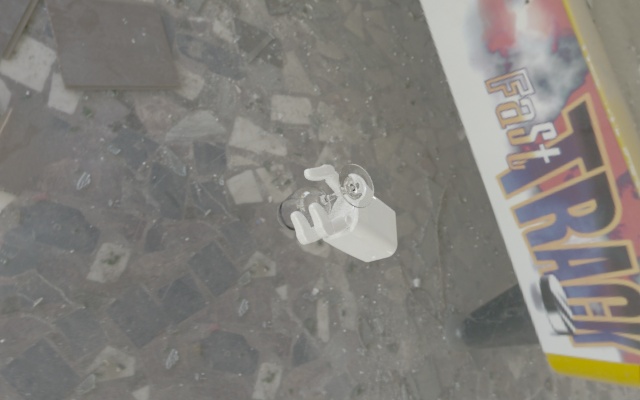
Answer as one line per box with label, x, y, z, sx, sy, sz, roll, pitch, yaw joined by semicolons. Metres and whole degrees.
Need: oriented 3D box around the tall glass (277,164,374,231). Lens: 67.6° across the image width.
tall glass;0.000;0.002;0.845;0.079;0.079;0.201;0;-15;-38
